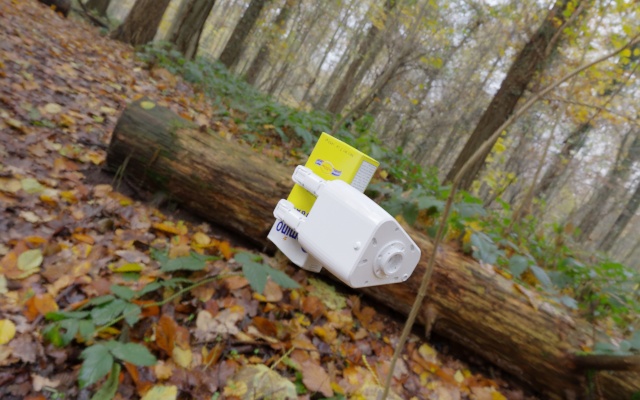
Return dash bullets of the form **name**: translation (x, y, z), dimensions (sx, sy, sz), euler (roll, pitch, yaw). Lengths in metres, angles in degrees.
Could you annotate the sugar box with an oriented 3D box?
- **sugar box**: translation (0.000, 0.002, 0.672), dimensions (0.048, 0.176, 0.093), euler (23, 9, -45)
